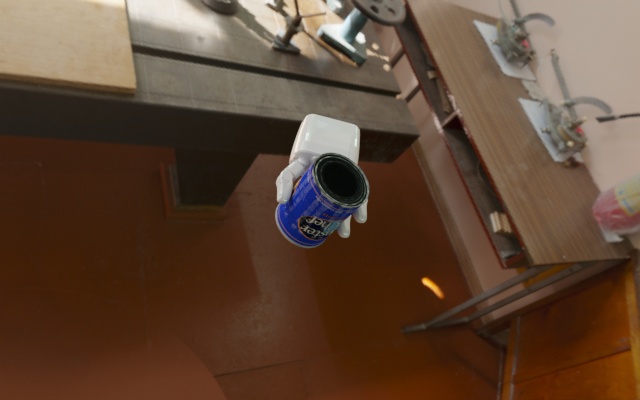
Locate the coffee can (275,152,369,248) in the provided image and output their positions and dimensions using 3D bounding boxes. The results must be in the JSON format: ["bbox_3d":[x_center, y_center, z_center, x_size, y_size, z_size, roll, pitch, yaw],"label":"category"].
[{"bbox_3d":[0.000,0.003,0.789,0.103,0.102,0.140,0,-31,-33],"label":"coffee can"}]
